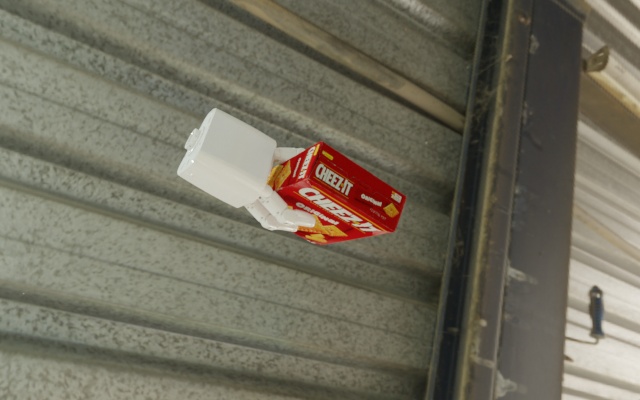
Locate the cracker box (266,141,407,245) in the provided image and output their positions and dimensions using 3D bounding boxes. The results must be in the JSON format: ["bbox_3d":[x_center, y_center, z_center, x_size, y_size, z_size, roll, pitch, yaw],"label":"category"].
[{"bbox_3d":[0.000,0.002,0.756,0.164,0.072,0.214,30,-24,-23],"label":"cracker box"}]
